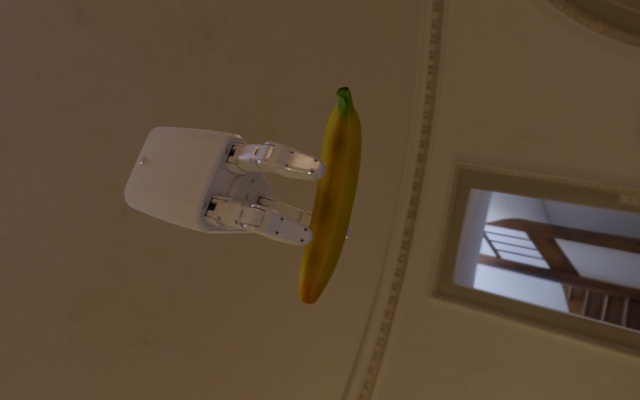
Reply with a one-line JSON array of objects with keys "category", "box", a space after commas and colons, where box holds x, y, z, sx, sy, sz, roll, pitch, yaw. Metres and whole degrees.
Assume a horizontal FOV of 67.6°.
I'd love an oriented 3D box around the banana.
[{"category": "banana", "box": [0.009, -0.004, 0.449, 0.037, 0.198, 0.069, 13, 11, 24]}]
